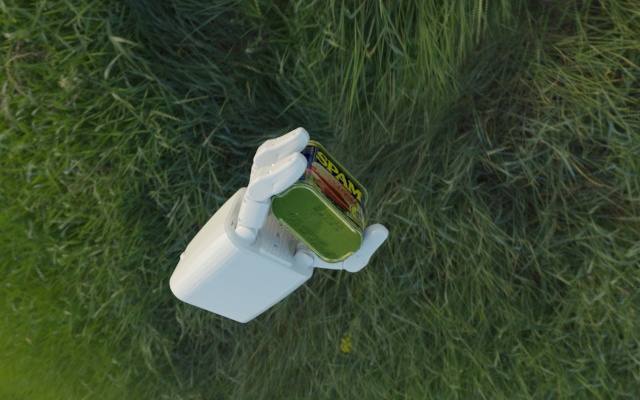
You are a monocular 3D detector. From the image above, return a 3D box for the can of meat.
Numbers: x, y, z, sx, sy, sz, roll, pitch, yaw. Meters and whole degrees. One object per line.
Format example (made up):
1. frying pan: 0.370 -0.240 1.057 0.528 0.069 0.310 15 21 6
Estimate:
1. can of meat: 0.000 0.002 0.479 0.057 0.102 0.084 -37 22 25
